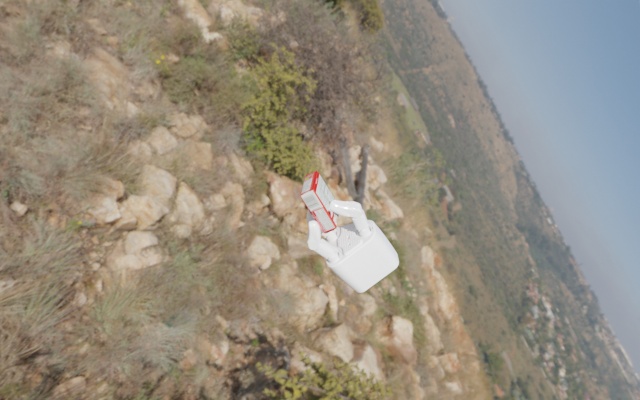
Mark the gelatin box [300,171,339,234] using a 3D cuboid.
[{"bbox_3d":[0.000,0.002,0.847,0.030,0.089,0.073,-23,26,19],"label":"gelatin box"}]
